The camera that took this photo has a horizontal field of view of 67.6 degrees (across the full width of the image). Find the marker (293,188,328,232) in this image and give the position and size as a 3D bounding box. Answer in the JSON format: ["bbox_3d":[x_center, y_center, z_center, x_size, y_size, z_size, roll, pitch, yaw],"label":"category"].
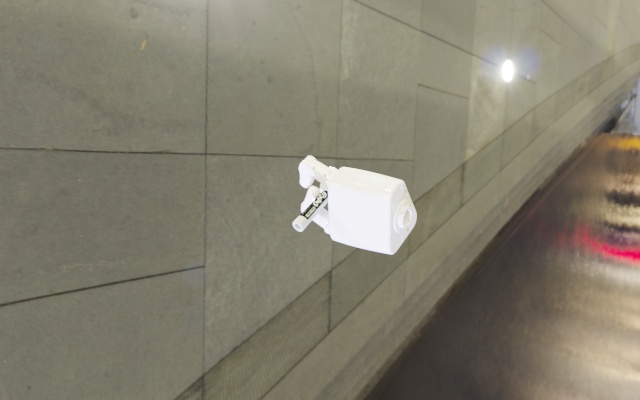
[{"bbox_3d":[0.000,0.002,0.729,0.020,0.020,0.121,0,37,44],"label":"marker"}]
